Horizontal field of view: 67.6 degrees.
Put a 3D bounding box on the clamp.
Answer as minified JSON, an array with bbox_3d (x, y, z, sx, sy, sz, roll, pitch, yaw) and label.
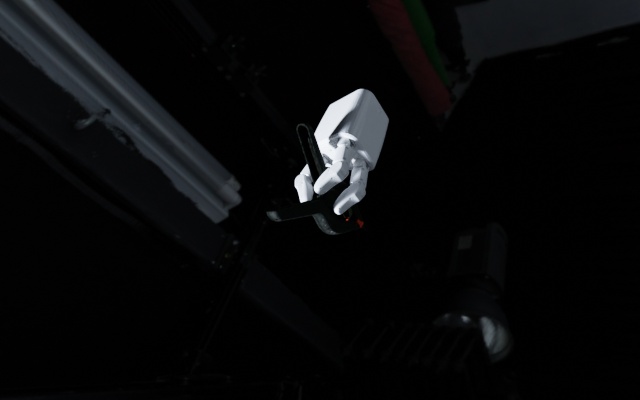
[{"bbox_3d":[0.000,0.003,0.768,0.036,0.164,0.210,-1,-35,40],"label":"clamp"}]
